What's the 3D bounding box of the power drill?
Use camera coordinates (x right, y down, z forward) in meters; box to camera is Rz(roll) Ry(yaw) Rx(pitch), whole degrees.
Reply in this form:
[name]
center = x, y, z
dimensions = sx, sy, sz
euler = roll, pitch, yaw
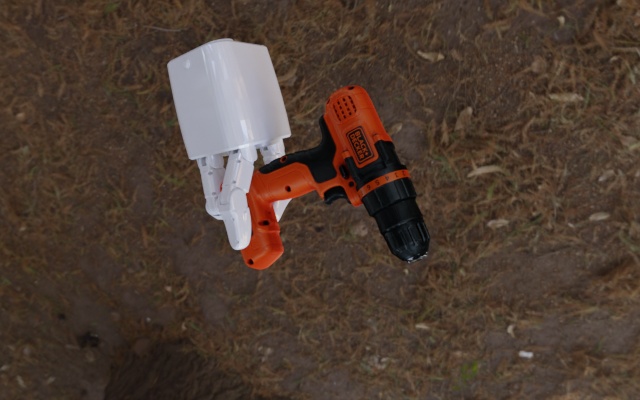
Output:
[power drill]
center = 0.000, 0.002, 0.487
dimensions = 0.188, 0.184, 0.057
euler = -26, -15, 18
